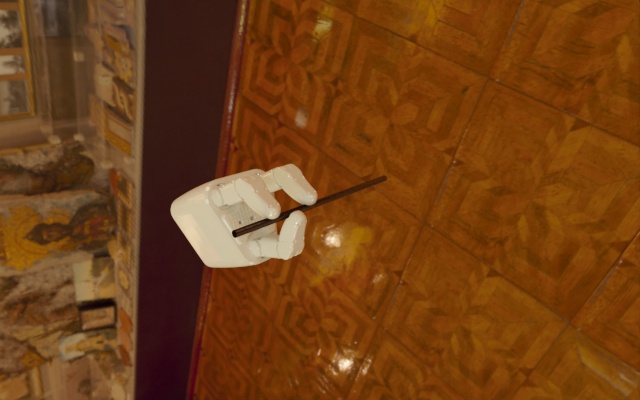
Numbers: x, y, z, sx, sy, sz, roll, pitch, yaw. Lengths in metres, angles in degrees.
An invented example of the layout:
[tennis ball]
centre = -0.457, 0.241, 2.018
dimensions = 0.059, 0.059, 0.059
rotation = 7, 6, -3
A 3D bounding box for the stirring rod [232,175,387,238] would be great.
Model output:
[stirring rod]
centre = 0.000, 0.002, 0.542
dimensions = 0.011, 0.011, 0.239
rotation = 0, 15, 46
